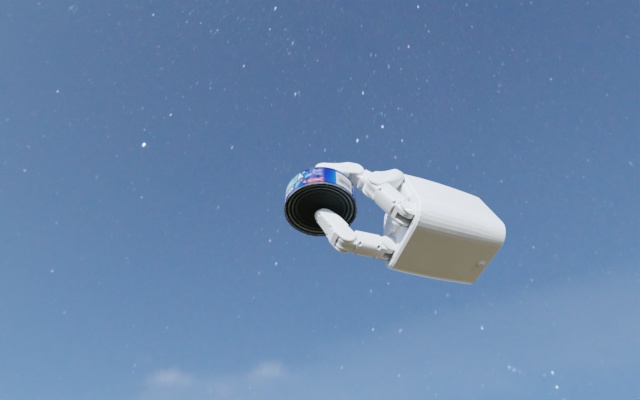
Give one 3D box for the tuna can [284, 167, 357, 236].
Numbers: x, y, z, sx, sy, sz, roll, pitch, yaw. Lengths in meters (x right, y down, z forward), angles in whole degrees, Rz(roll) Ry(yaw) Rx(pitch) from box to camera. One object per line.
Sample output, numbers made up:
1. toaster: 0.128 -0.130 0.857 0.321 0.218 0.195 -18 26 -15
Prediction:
1. tuna can: 0.000 0.001 0.571 0.086 0.086 0.033 0 42 0
